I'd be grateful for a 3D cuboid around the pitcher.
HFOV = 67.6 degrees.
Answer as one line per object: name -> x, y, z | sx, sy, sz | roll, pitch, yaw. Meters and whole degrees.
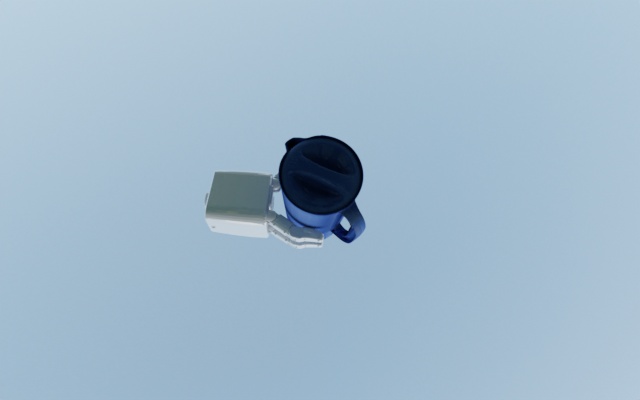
pitcher -> 0.000, 0.003, 0.845 | 0.145, 0.149, 0.243 | 6, -19, -2
